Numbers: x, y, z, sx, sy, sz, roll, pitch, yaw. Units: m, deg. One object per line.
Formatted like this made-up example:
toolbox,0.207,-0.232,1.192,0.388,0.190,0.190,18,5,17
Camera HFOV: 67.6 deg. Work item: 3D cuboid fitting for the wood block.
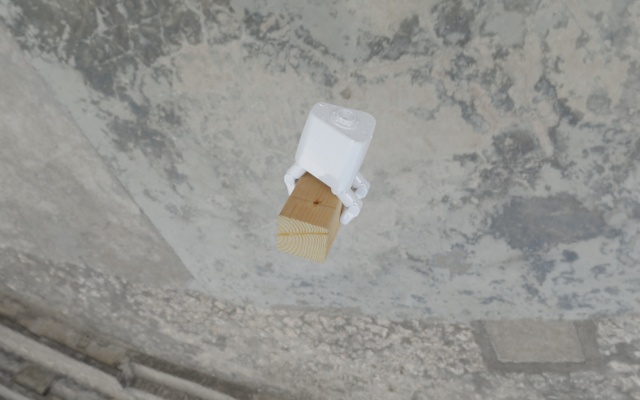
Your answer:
wood block,0.000,0.003,0.879,0.091,0.090,0.206,16,43,11
